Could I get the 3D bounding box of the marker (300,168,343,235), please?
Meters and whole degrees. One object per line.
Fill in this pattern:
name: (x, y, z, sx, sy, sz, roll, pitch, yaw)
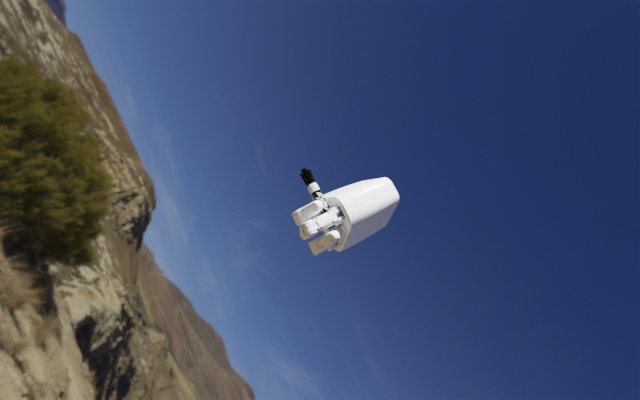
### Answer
marker: (0.000, 0.003, 0.762, 0.020, 0.121, 0.020, -27, -8, -4)
